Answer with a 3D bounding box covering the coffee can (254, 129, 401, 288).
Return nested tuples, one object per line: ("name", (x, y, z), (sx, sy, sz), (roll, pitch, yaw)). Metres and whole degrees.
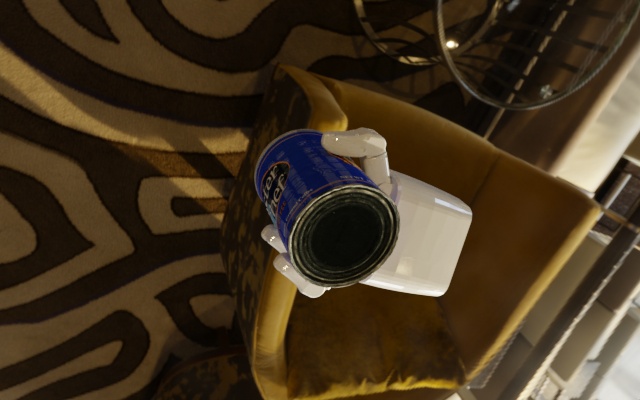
("coffee can", (0.000, 0.001, 0.463), (0.103, 0.103, 0.140), (0, 27, -21))
